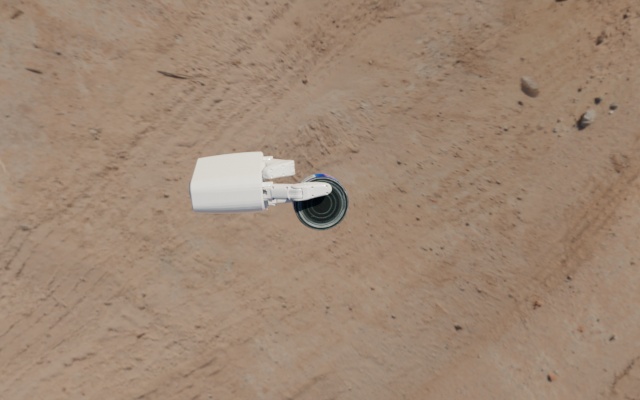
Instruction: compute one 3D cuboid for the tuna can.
[{"bbox_3d":[0.000,0.003,0.738,0.086,0.086,0.033,0,12,-7],"label":"tuna can"}]
